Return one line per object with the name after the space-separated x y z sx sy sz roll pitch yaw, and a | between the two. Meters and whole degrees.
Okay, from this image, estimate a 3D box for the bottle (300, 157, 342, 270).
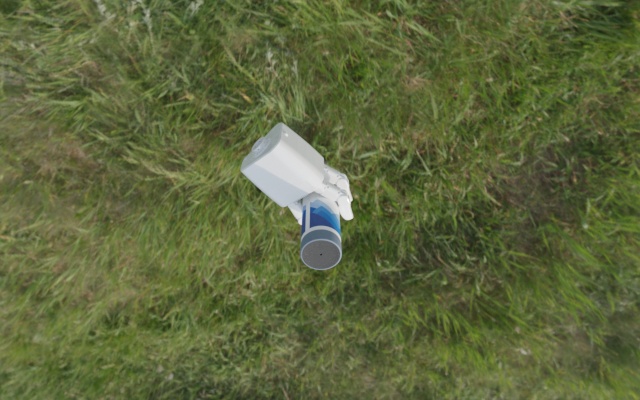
0.000 0.003 0.885 0.069 0.069 0.295 0 35 0 | bottle
